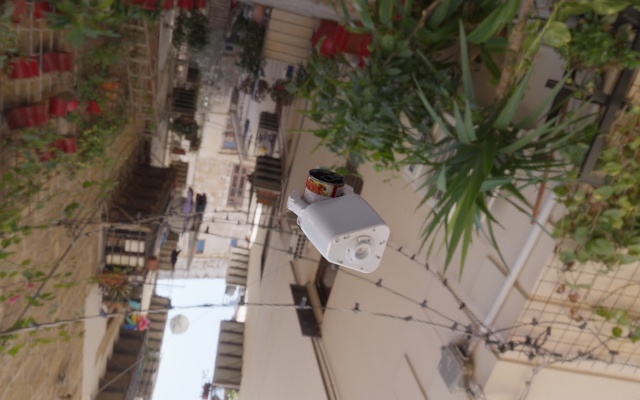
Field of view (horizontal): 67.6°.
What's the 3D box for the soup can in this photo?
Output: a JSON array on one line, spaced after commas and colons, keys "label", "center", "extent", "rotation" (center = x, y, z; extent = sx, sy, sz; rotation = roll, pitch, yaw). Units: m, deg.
[{"label": "soup can", "center": [0.000, 0.003, 0.859], "extent": [0.068, 0.102, 0.068], "rotation": [13, 22, -5]}]
